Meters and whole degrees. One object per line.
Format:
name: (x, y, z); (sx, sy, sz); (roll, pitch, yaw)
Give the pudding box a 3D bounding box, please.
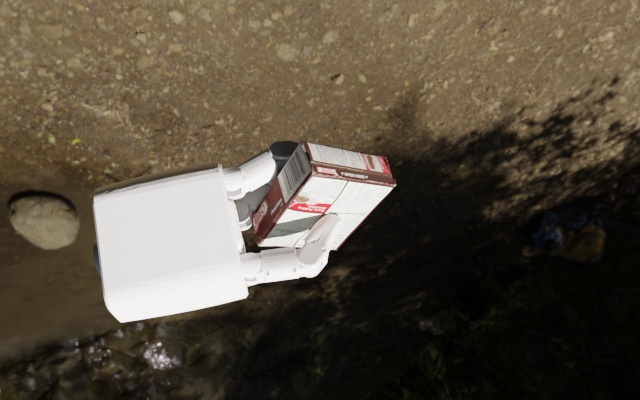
pudding box: (0.000, 0.002, 0.437); (0.090, 0.039, 0.113); (6, -38, -32)
